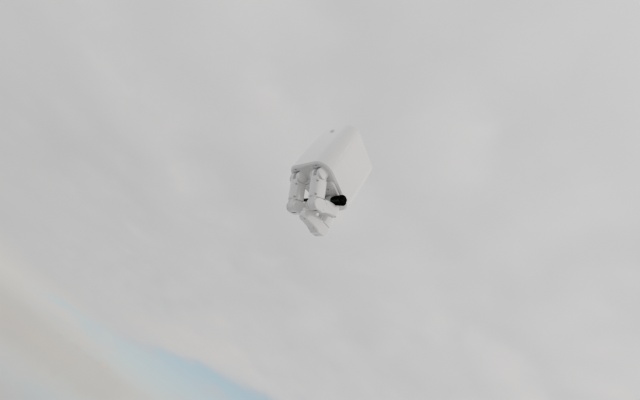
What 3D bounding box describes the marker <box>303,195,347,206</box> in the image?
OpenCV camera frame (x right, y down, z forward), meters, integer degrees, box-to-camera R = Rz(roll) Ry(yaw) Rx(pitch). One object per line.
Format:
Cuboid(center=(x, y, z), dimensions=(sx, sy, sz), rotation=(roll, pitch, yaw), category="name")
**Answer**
Cuboid(center=(0.000, 0.003, 0.818), dimensions=(0.020, 0.020, 0.121), rotation=(0, -4, -42), category="marker")
